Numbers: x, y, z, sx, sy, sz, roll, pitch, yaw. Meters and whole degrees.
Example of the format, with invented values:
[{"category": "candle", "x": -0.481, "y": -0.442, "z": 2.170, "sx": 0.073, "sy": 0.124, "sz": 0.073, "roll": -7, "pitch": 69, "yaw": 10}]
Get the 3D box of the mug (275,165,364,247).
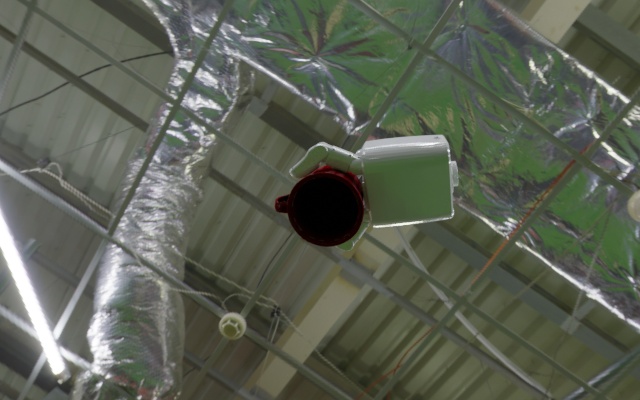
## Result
[{"category": "mug", "x": -0.001, "y": 0.002, "z": 0.609, "sx": 0.117, "sy": 0.093, "sz": 0.081, "roll": -4, "pitch": 15, "yaw": 11}]
